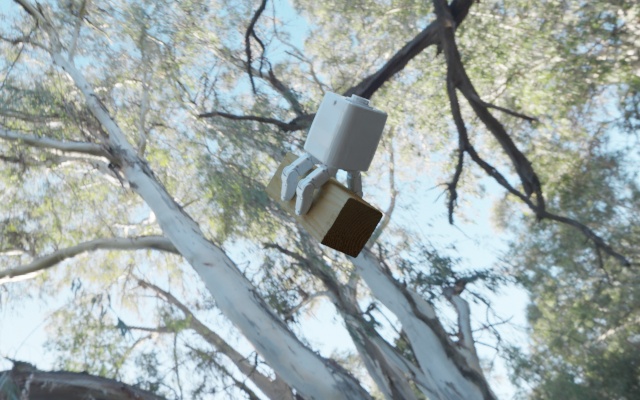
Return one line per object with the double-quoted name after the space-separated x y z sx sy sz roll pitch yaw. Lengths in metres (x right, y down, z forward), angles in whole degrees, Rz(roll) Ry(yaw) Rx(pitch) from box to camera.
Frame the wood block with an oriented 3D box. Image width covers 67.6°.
0.000 0.002 0.835 0.091 0.090 0.206 25 9 -40 "wood block"
